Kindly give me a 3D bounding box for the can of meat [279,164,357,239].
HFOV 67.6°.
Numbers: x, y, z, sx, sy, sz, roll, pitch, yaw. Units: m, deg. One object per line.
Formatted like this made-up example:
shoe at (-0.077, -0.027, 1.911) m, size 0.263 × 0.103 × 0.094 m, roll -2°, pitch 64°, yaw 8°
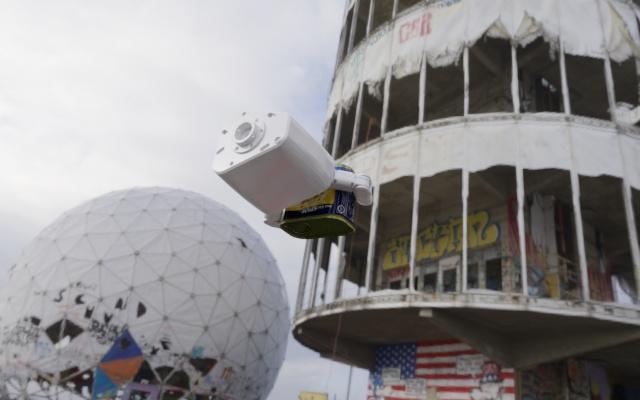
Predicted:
can of meat at (0.000, 0.002, 0.659) m, size 0.102 × 0.084 × 0.057 m, roll -9°, pitch -31°, yaw 31°
